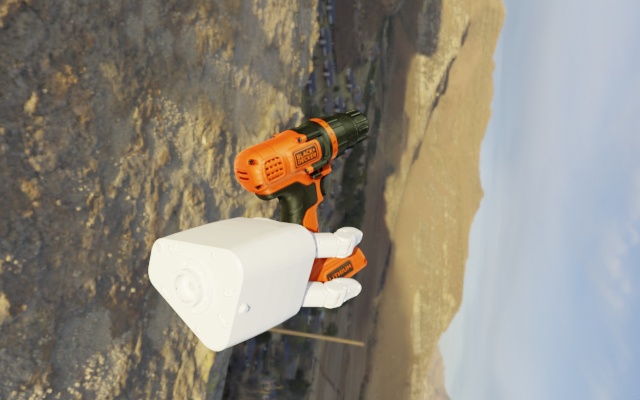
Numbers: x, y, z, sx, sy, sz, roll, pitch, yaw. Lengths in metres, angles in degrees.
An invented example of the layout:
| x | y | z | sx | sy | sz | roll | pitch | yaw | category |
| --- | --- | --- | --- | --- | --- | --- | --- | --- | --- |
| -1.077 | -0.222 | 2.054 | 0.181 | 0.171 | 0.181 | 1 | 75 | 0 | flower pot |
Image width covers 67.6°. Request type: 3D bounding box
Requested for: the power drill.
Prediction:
| x | y | z | sx | sy | sz | roll | pitch | yaw | category |
| --- | --- | --- | --- | --- | --- | --- | --- | --- | --- |
| 0.000 | 0.002 | 0.547 | 0.184 | 0.188 | 0.057 | -27 | 24 | -35 | power drill |
